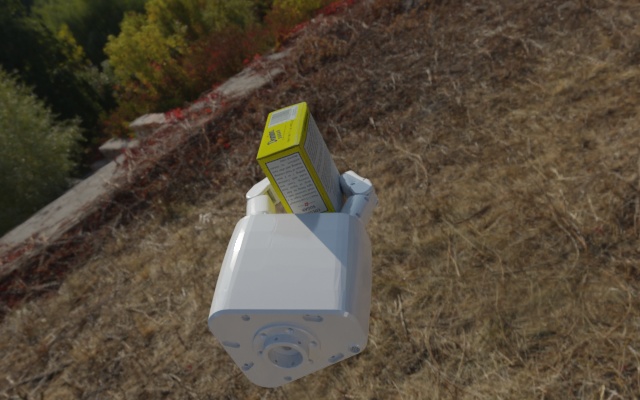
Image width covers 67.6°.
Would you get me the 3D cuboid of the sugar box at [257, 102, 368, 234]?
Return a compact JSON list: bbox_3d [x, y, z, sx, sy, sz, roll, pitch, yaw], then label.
[{"bbox_3d":[0.000,0.002,0.468,0.048,0.176,0.093,-16,32,14],"label":"sugar box"}]
